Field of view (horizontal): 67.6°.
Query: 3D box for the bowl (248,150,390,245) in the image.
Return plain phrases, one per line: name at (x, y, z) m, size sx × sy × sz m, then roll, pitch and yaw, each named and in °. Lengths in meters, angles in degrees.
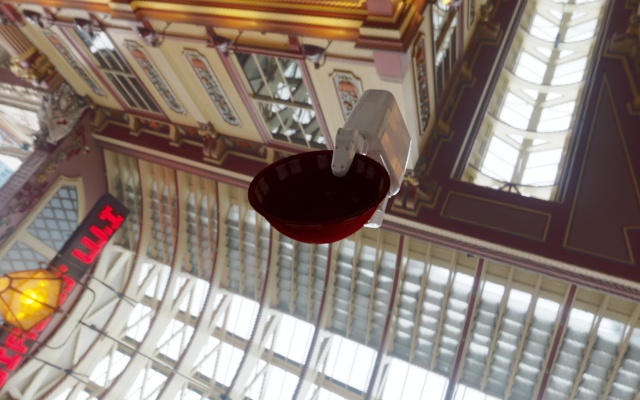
bowl at (-0.001, 0.003, 0.553) m, size 0.162 × 0.055 × 0.162 m, roll -4°, pitch 33°, yaw 3°
